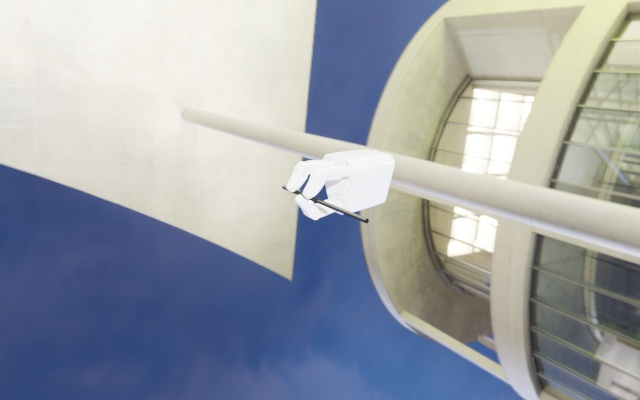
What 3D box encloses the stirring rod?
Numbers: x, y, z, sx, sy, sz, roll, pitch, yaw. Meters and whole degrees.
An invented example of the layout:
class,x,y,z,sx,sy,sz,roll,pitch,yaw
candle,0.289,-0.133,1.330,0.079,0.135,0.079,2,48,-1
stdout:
class,x,y,z,sx,sy,sz,roll,pitch,yaw
stirring rod,0.000,0.003,0.808,0.011,0.011,0.239,0,13,-36
